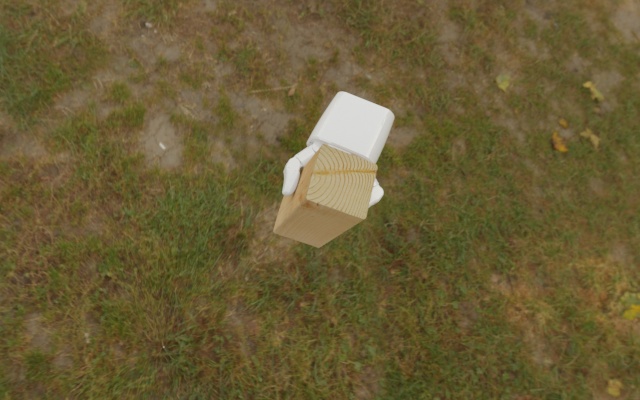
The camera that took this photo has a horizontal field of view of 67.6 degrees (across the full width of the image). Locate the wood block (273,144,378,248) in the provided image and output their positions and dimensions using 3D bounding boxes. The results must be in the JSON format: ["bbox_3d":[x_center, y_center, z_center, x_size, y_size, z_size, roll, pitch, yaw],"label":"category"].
[{"bbox_3d":[0.000,0.002,0.754,0.091,0.090,0.206,20,-22,-11],"label":"wood block"}]
